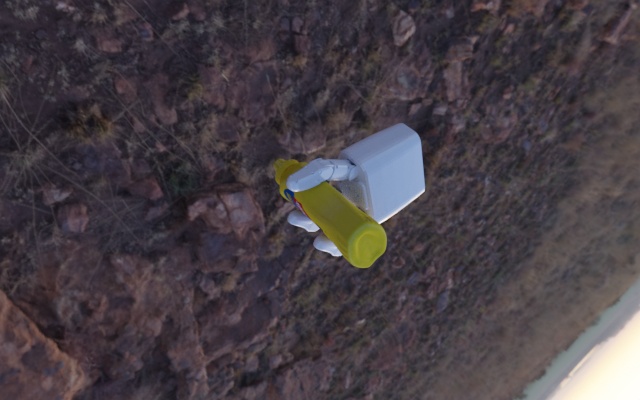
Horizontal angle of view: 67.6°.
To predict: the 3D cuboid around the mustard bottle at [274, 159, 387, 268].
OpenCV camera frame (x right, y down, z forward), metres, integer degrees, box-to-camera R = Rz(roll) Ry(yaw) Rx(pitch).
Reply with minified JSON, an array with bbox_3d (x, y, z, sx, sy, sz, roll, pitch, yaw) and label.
[{"bbox_3d":[0.000,0.002,0.620,0.191,0.058,0.096,43,-4,33],"label":"mustard bottle"}]
